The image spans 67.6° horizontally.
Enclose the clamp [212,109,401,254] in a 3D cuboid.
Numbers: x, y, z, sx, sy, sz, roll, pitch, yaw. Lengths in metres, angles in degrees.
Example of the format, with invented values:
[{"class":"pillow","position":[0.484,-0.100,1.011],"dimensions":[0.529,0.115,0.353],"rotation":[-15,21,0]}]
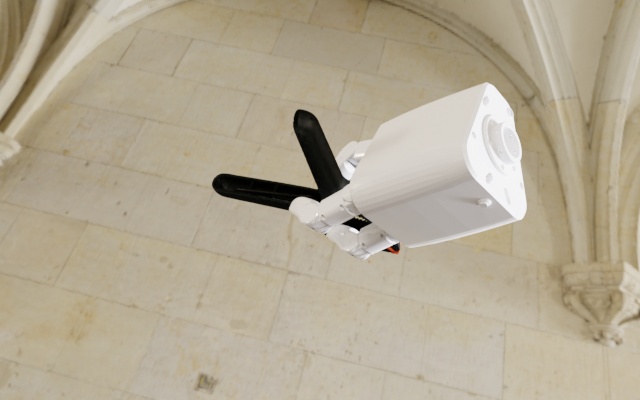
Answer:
[{"class":"clamp","position":[0.001,0.001,0.498],"dimensions":[0.210,0.036,0.164],"rotation":[36,-38,-31]}]
